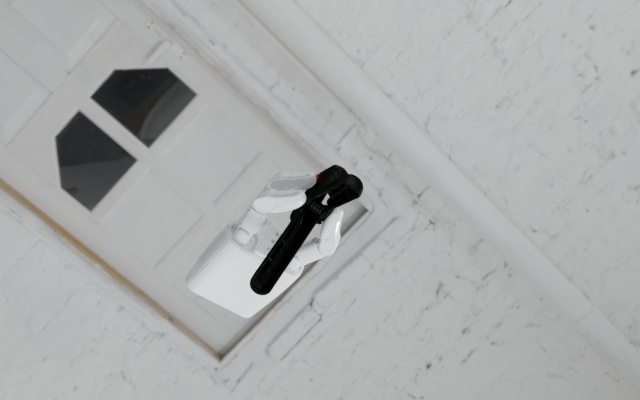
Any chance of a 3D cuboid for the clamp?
[{"bbox_3d":[0.001,0.002,0.550,0.165,0.036,0.210,-46,9,27],"label":"clamp"}]
